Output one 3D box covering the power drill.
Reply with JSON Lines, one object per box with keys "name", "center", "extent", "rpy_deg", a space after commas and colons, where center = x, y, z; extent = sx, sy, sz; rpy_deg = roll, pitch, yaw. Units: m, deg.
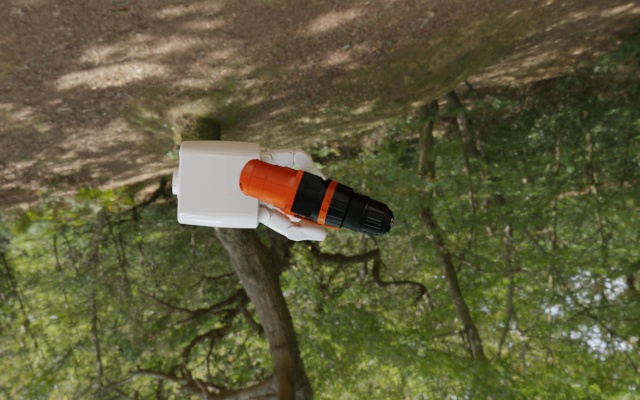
{"name": "power drill", "center": [0.000, 0.002, 0.617], "extent": [0.184, 0.057, 0.187], "rpy_deg": [20, -4, 5]}
